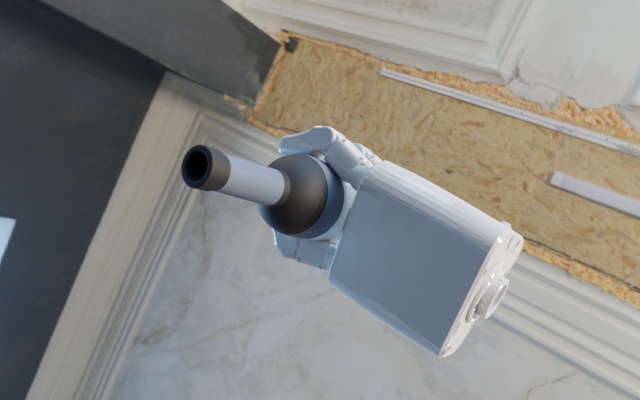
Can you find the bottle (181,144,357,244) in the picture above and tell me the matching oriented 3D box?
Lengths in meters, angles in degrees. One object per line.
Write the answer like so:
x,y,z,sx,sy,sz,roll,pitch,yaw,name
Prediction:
0.000,0.001,0.413,0.069,0.069,0.296,0,-9,31,bottle
